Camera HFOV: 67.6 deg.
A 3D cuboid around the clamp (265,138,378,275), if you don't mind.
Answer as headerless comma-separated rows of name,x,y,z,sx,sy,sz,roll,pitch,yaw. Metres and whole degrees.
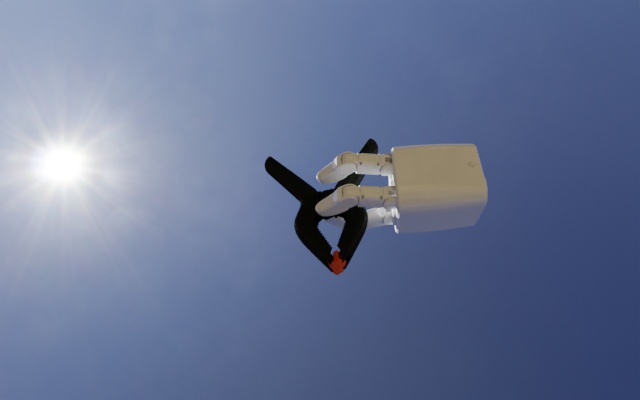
clamp,0.000,0.003,0.636,0.164,0.209,0.036,-5,-39,7
